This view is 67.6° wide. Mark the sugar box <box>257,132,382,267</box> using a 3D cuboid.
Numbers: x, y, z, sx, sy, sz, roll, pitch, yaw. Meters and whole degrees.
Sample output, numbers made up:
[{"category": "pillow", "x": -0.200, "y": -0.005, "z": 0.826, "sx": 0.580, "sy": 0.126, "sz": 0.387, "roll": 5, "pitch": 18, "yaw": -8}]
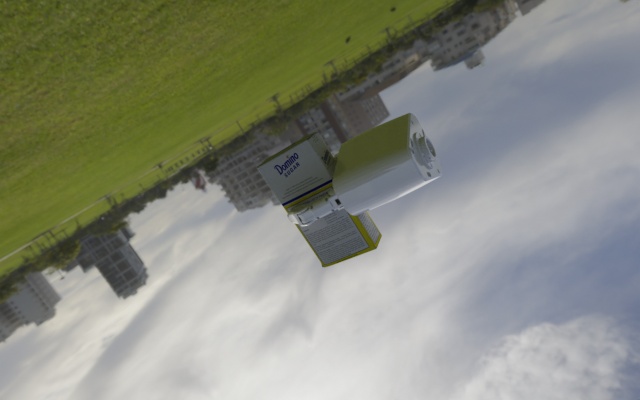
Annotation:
[{"category": "sugar box", "x": 0.000, "y": 0.002, "z": 0.661, "sx": 0.093, "sy": 0.176, "sz": 0.048, "roll": -25, "pitch": 13, "yaw": 28}]
